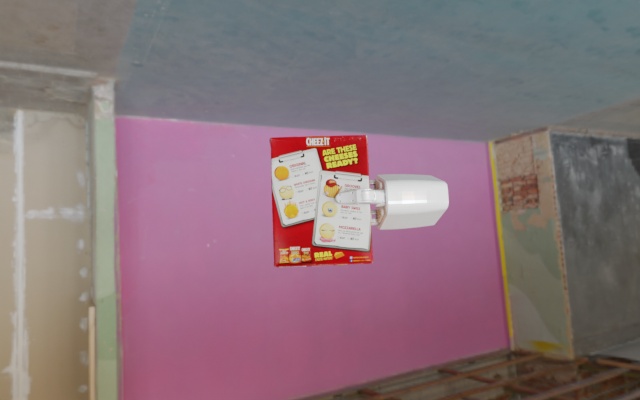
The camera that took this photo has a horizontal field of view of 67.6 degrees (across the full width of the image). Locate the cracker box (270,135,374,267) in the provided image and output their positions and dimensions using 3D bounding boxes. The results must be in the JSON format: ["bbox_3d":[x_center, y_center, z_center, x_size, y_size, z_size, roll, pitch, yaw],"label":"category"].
[{"bbox_3d":[0.000,0.003,0.808,0.164,0.213,0.072,-2,-6,-4],"label":"cracker box"}]
